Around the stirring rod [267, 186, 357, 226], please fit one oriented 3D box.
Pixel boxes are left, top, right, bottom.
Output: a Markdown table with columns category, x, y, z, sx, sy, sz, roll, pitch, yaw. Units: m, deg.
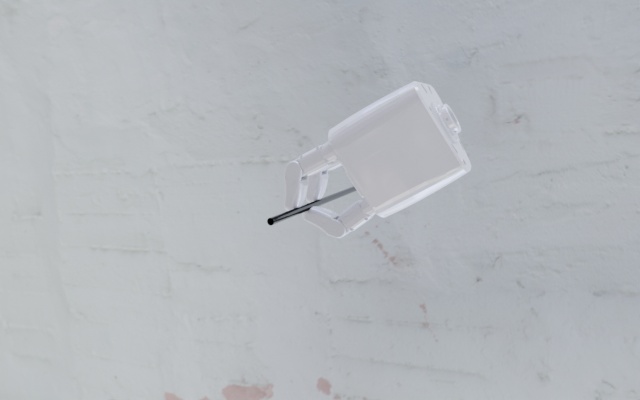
| category | x | y | z | sx | sy | sz | roll | pitch | yaw |
| --- | --- | --- | --- | --- | --- | --- | --- | --- | --- |
| stirring rod | 0.000 | 0.002 | 0.592 | 0.011 | 0.011 | 0.239 | 0 | 9 | 25 |
